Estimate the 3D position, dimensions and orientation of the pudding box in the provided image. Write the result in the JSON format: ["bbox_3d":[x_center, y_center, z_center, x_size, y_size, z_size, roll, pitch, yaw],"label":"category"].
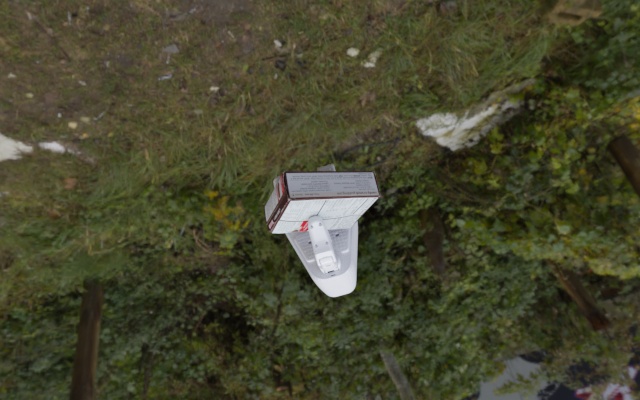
[{"bbox_3d":[0.000,0.002,0.554,0.113,0.039,0.090,-3,-27,-23],"label":"pudding box"}]
